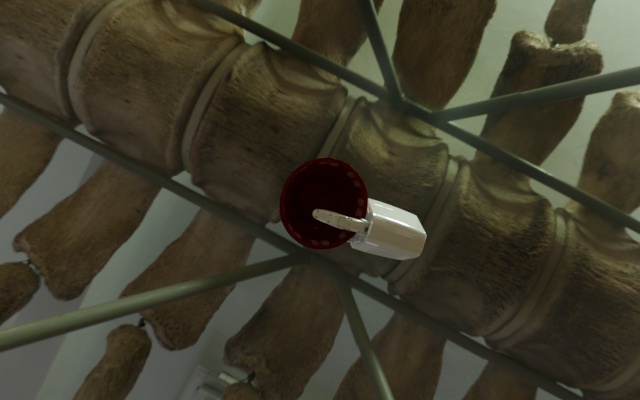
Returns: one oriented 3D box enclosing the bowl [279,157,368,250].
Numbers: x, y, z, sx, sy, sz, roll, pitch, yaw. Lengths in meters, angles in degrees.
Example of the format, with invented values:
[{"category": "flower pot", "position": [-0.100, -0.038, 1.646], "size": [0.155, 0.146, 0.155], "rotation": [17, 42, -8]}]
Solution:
[{"category": "bowl", "position": [-0.001, 0.002, 0.848], "size": [0.162, 0.162, 0.055], "rotation": [0, 9, -17]}]
